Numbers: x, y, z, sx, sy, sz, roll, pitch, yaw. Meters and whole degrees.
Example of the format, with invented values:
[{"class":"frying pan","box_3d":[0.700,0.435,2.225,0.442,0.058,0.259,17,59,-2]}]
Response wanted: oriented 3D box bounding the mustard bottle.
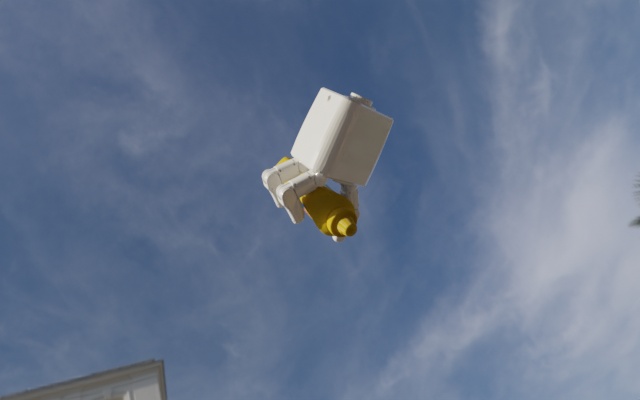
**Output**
[{"class":"mustard bottle","box_3d":[0.000,0.002,0.695,0.096,0.058,0.191,46,-3,-35]}]
